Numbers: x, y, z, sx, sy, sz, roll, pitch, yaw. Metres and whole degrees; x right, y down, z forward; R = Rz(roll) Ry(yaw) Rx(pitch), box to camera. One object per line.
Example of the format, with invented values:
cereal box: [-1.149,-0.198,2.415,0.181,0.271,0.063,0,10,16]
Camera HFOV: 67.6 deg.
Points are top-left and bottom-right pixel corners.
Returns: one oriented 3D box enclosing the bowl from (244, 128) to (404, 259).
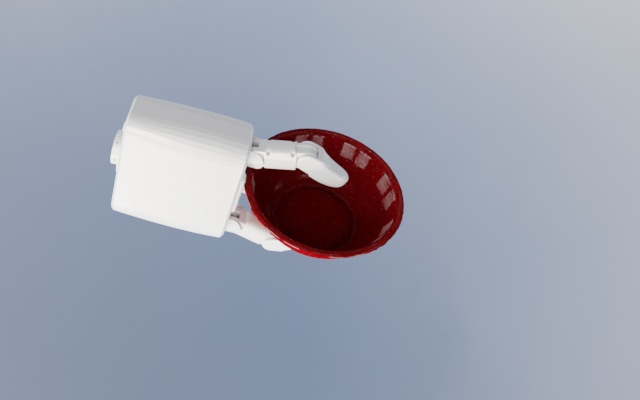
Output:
bowl: [0.001,0.002,0.488,0.162,0.162,0.055,0,-37,-16]
